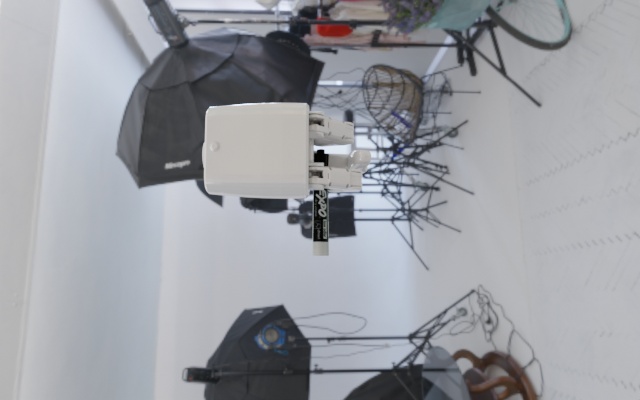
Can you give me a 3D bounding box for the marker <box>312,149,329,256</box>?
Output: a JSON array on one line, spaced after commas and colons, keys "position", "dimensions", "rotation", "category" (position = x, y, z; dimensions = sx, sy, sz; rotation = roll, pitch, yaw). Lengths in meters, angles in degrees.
[{"position": [0.000, 0.002, 0.539], "dimensions": [0.020, 0.121, 0.020], "rotation": [0, -6, 0], "category": "marker"}]
